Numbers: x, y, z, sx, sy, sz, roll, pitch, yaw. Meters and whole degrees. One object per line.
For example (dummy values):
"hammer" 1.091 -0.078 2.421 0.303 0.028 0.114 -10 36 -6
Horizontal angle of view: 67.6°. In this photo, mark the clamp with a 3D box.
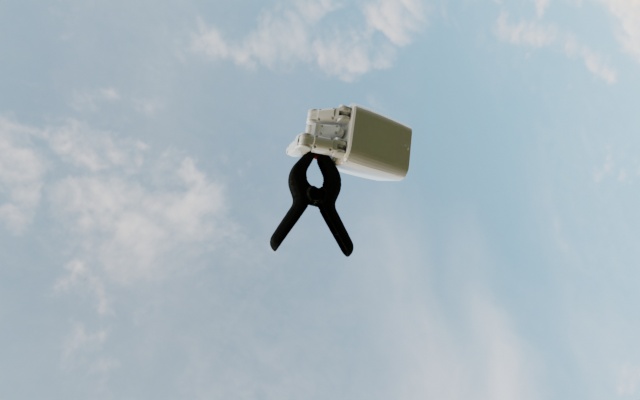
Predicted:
"clamp" 0.000 0.002 0.696 0.120 0.171 0.039 16 -15 -18
